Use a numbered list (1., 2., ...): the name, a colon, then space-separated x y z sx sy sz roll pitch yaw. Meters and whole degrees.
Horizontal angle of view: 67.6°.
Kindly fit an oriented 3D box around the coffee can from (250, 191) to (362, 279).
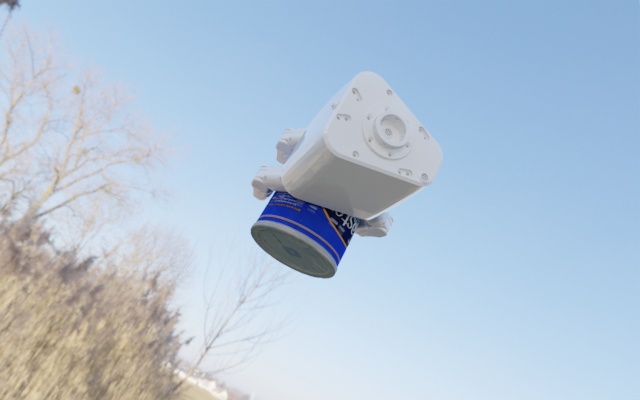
1. coffee can: 0.000 0.002 0.539 0.103 0.140 0.103 23 -26 12
